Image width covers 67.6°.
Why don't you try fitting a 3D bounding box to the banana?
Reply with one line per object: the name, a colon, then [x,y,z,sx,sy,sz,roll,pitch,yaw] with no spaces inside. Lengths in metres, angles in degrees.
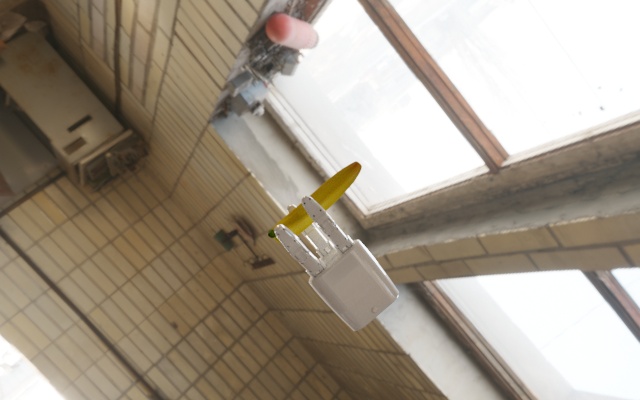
banana: [-0.009,0.009,0.749,0.197,0.037,0.070,-41,3,-26]
